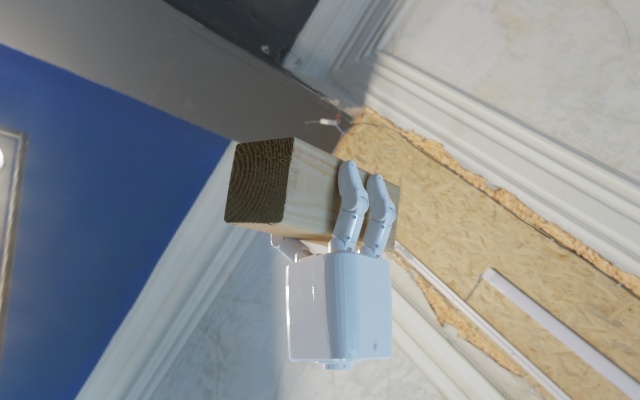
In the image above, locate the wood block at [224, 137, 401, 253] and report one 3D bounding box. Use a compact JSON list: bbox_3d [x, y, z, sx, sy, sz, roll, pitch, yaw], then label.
[{"bbox_3d":[0.000,0.002,0.562,0.091,0.090,0.206,-1,-13,40],"label":"wood block"}]
